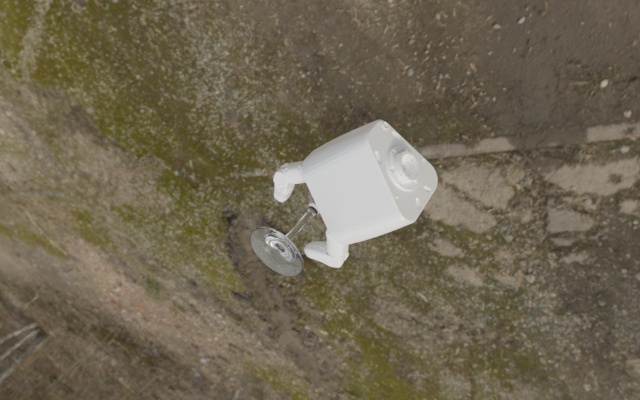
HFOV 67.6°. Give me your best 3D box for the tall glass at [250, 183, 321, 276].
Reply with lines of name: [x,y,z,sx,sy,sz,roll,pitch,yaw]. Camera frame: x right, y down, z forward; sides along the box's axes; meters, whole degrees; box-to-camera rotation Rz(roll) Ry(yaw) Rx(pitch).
tall glass: [0.000,0.002,0.615,0.079,0.079,0.201,0,36,39]
